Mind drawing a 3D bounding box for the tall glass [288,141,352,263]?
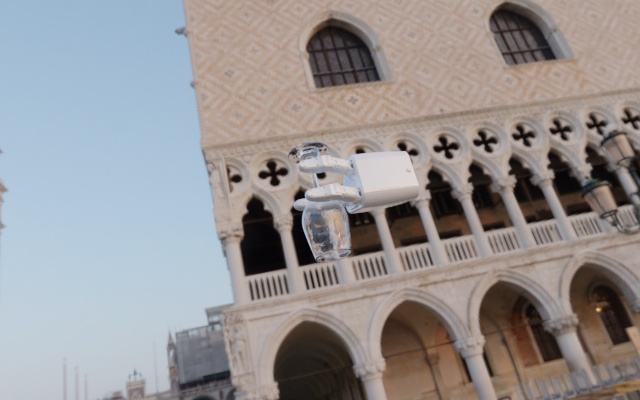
[{"bbox_3d":[0.000,0.002,0.820,0.079,0.201,0.079,-12,-23,-5],"label":"tall glass"}]
